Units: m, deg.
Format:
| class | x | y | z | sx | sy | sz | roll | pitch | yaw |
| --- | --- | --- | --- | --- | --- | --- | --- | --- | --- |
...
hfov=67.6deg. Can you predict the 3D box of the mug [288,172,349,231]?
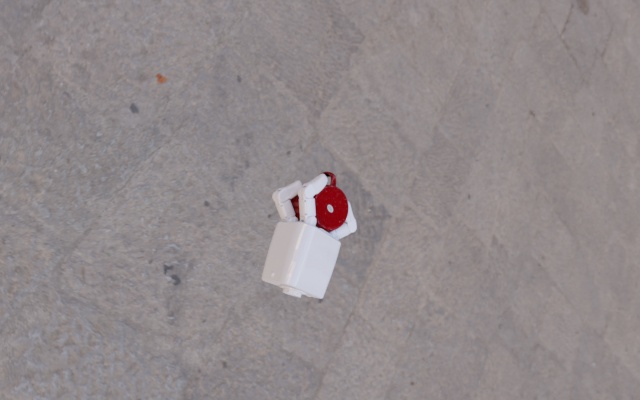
| class | x | y | z | sx | sy | sz | roll | pitch | yaw |
| --- | --- | --- | --- | --- | --- | --- | --- | --- | --- |
| mug | 0.001 | 0.002 | 0.866 | 0.093 | 0.117 | 0.081 | 28 | -17 | -32 |
